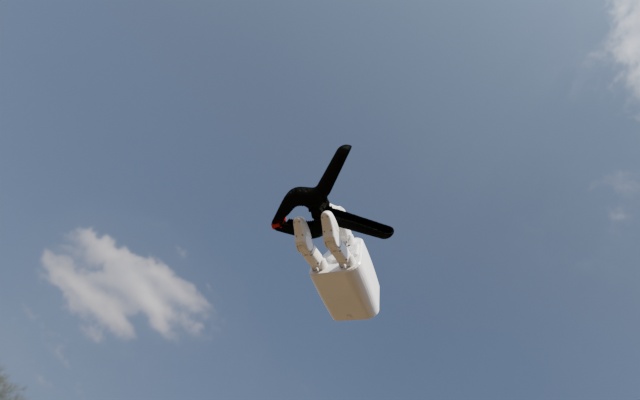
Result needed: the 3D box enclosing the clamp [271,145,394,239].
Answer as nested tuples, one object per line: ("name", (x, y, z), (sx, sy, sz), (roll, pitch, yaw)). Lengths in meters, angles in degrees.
("clamp", (0.000, 0.003, 0.784), (0.210, 0.164, 0.036), (-12, 20, 31))
